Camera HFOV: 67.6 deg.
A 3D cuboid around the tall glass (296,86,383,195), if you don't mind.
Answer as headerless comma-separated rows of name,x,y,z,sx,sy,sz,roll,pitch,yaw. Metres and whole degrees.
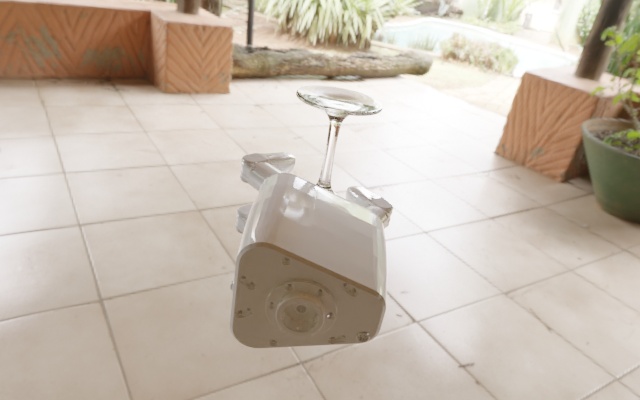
tall glass,0.000,0.001,0.448,0.079,0.201,0.079,8,27,-4
